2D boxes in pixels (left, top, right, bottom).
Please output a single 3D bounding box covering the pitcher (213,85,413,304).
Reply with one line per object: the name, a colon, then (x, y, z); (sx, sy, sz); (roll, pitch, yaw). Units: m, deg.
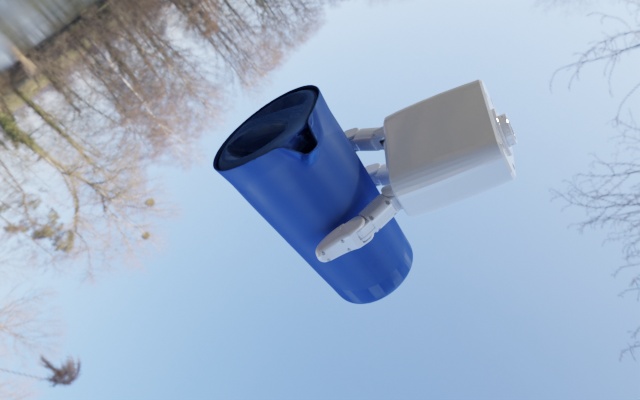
pitcher: (0.000, 0.002, 0.545); (0.145, 0.243, 0.149); (-23, 31, 25)
